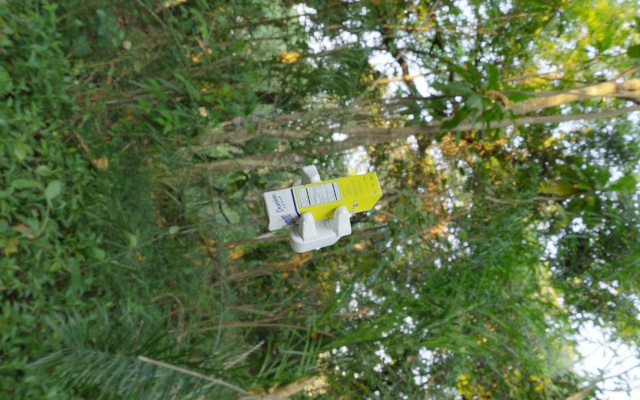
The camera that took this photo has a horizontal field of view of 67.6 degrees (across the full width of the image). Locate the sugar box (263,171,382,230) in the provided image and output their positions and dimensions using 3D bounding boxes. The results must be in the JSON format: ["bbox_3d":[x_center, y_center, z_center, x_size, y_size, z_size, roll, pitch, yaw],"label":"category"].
[{"bbox_3d":[0.000,0.003,0.751,0.176,0.048,0.093,-14,-15,-9],"label":"sugar box"}]
